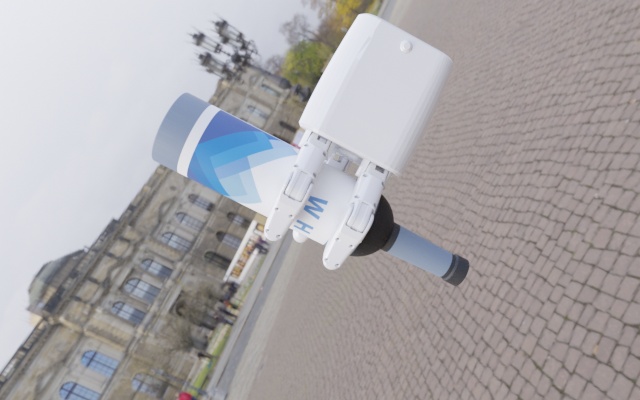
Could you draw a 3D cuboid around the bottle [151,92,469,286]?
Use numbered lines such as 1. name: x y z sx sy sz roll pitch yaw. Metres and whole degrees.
1. bottle: 0.000 0.001 0.430 0.296 0.069 0.069 27 -3 -5
